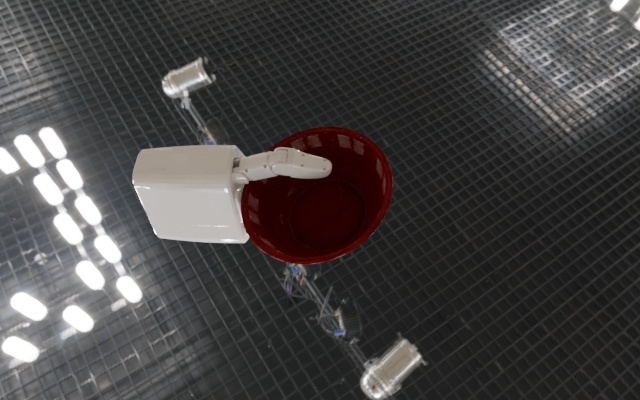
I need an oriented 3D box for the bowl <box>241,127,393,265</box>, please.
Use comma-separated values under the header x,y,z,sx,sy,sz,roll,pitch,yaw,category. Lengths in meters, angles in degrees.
x,y,z,sx,sy,sz,roll,pitch,yaw,category
0.001,0.002,0.507,0.162,0.162,0.055,0,-29,18,bowl
